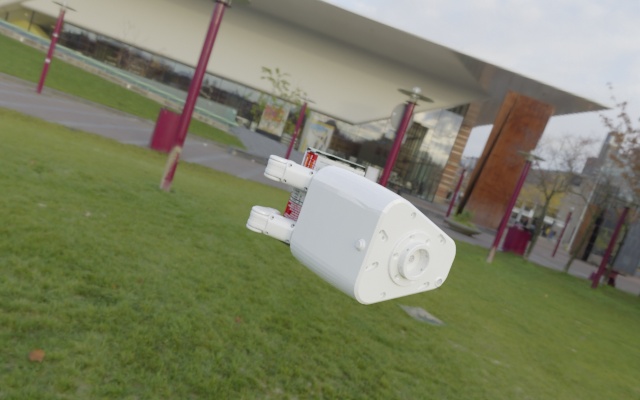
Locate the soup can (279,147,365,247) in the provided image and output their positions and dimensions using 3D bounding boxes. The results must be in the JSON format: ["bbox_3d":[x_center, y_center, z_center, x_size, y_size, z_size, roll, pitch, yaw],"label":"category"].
[{"bbox_3d":[0.000,0.001,0.510,0.068,0.102,0.068,19,6,-2],"label":"soup can"}]
